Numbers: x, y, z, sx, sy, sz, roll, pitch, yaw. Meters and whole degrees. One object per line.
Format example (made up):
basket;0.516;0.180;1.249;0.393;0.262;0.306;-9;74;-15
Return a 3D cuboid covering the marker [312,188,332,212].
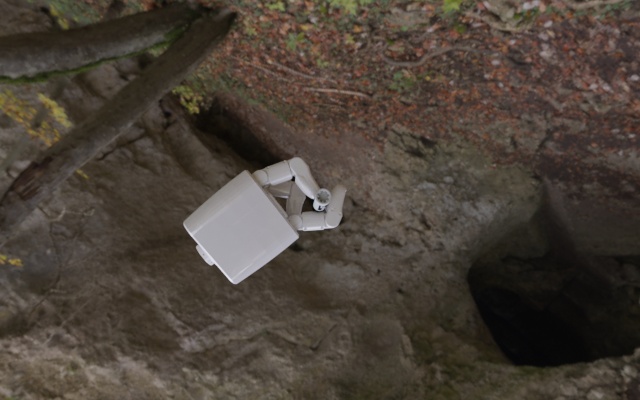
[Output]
marker;0.000;0.002;0.587;0.020;0.020;0.121;0;-6;-3
